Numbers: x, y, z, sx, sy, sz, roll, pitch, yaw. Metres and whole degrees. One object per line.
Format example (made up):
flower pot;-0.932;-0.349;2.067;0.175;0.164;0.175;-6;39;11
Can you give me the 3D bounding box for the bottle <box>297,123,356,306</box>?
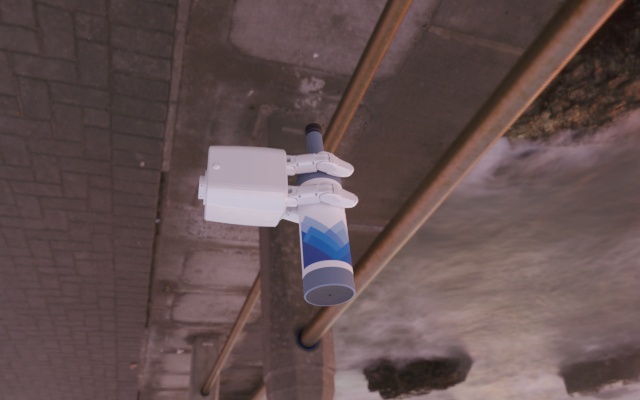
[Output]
bottle;0.000;0.003;0.695;0.069;0.295;0.069;-4;-35;-3
